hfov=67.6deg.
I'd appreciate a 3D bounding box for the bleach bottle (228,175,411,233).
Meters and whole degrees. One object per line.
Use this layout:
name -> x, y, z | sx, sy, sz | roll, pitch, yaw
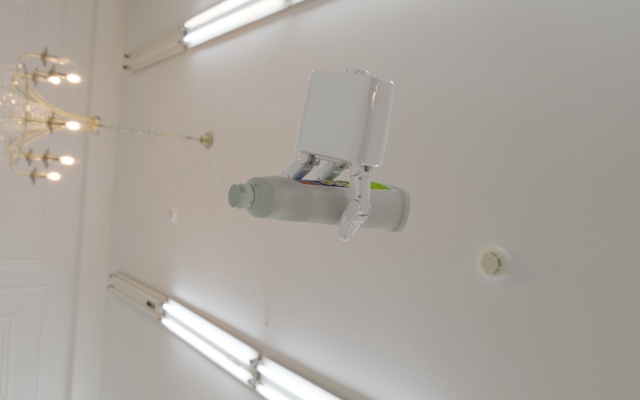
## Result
bleach bottle -> 0.000, 0.002, 0.633 | 0.251, 0.068, 0.102 | 3, 10, -39
